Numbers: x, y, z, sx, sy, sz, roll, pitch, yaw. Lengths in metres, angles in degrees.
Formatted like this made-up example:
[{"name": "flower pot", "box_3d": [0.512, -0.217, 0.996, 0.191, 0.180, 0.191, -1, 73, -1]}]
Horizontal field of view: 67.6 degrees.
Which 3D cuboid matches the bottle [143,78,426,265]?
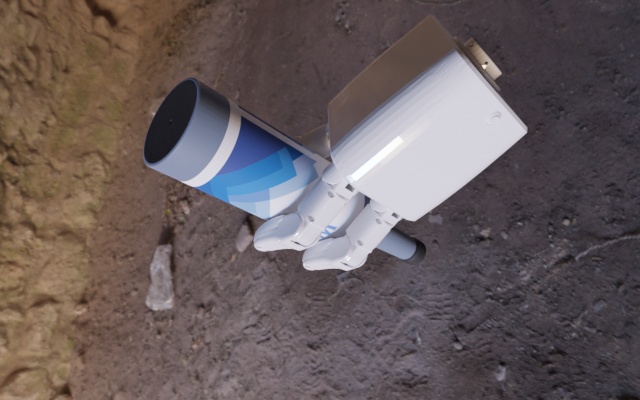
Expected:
[{"name": "bottle", "box_3d": [0.000, 0.001, 0.410, 0.069, 0.069, 0.296, 0, -22, 47]}]
